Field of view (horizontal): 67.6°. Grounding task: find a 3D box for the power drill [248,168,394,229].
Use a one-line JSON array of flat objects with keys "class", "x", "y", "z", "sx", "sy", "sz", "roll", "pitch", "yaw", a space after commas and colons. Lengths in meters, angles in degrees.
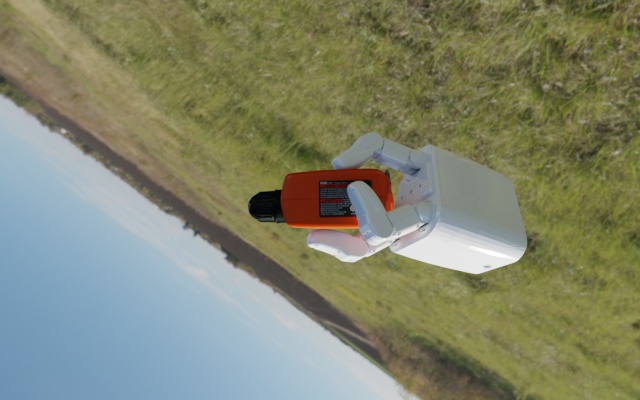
[{"class": "power drill", "x": 0.000, "y": 0.002, "z": 0.537, "sx": 0.184, "sy": 0.057, "sz": 0.187, "roll": -3, "pitch": -1, "yaw": 0}]
